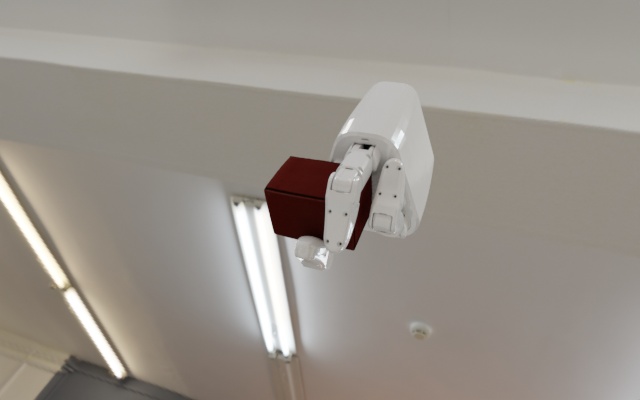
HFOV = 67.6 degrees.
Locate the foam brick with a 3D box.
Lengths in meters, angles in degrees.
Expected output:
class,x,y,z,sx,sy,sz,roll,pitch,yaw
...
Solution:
class,x,y,z,sx,sy,sz,roll,pitch,yaw
foam brick,0.000,0.001,0.411,0.078,0.053,0.051,11,43,17
